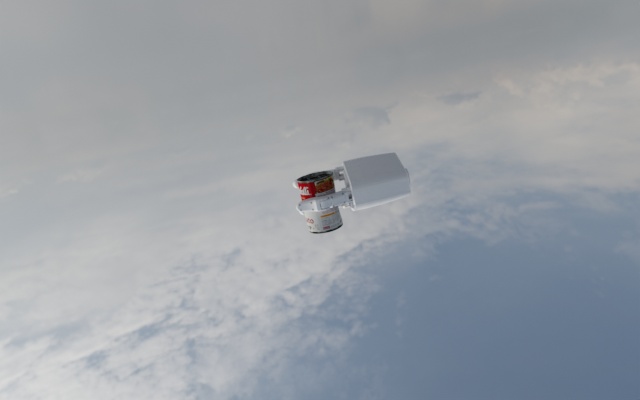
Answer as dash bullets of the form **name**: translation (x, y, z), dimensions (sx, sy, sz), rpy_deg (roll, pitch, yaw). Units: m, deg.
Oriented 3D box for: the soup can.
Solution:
- **soup can**: translation (0.000, 0.003, 0.887), dimensions (0.068, 0.102, 0.068), rpy_deg (-12, 14, 3)
